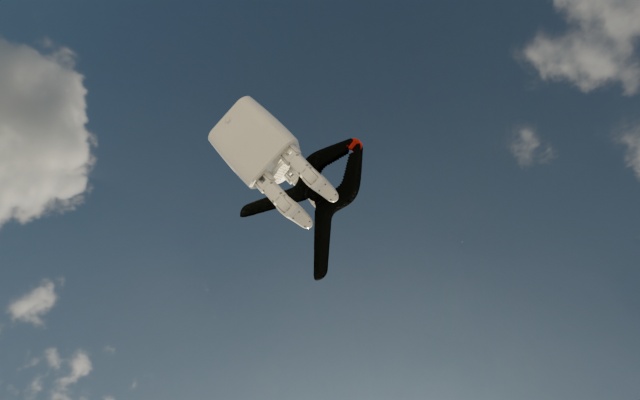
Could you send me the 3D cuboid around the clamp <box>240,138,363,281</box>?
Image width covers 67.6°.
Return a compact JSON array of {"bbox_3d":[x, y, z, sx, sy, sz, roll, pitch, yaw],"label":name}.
[{"bbox_3d":[0.001,0.002,0.712,0.164,0.210,0.036,45,8,10],"label":"clamp"}]
